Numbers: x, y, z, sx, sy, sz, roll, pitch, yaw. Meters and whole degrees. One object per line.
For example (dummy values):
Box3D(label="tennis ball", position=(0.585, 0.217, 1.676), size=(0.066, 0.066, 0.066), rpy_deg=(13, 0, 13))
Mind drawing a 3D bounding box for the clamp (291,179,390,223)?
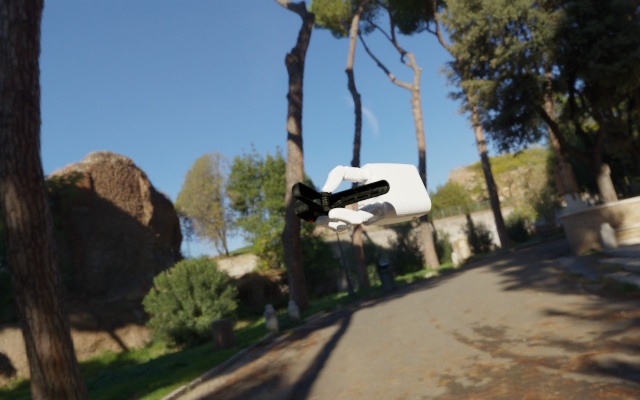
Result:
Box3D(label="clamp", position=(0.000, 0.002, 0.831), size=(0.164, 0.036, 0.210), rpy_deg=(0, -15, -25))
